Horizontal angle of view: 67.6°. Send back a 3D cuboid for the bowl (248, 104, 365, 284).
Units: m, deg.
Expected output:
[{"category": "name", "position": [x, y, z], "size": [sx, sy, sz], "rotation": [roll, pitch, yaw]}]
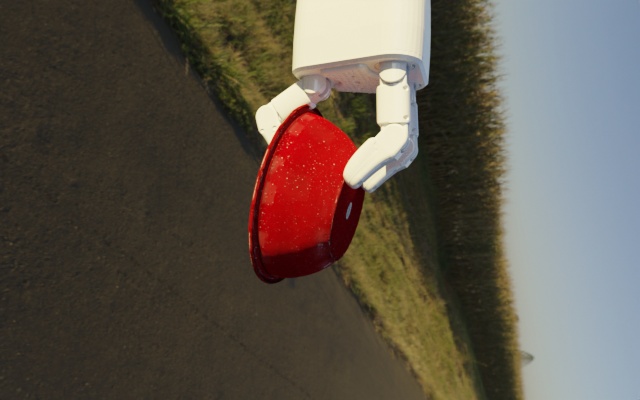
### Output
[{"category": "bowl", "position": [0.000, 0.003, 0.416], "size": [0.055, 0.162, 0.162], "rotation": [14, 4, 18]}]
